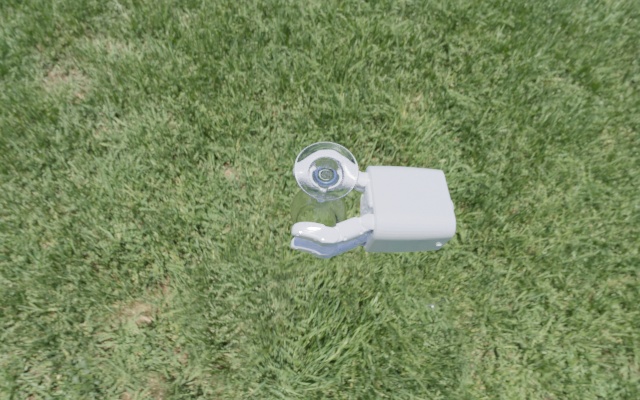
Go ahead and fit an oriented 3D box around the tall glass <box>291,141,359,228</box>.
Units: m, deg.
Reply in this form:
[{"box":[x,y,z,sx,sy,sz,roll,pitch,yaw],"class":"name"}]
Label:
[{"box":[0.000,0.002,0.633,0.079,0.079,0.201,0,-21,-5],"class":"tall glass"}]
